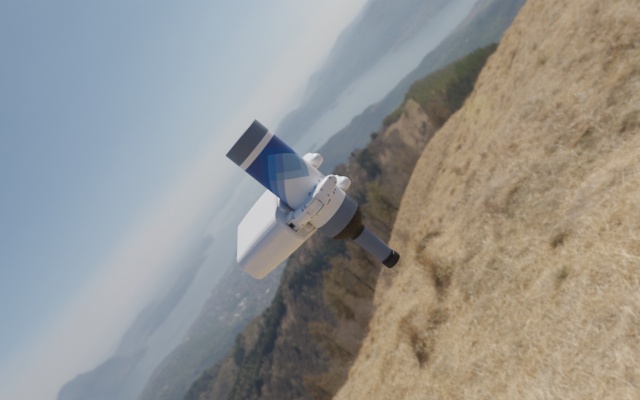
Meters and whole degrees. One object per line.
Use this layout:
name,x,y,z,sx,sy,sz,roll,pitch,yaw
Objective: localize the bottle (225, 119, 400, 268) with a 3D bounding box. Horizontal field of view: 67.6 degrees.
bottle,0.000,0.002,0.694,0.296,0.069,0.069,39,-10,-13
